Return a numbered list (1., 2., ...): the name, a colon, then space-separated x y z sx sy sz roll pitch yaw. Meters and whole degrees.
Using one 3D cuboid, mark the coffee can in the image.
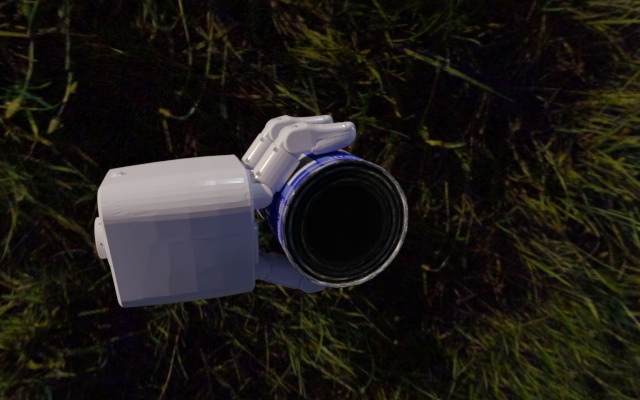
1. coffee can: 0.000 0.001 0.424 0.103 0.103 0.140 0 15 -18
